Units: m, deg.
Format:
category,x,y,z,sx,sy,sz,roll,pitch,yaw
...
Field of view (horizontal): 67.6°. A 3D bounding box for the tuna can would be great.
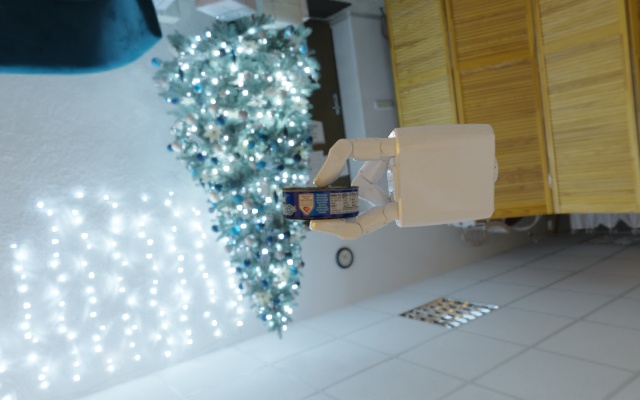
category,x,y,z,sx,sy,sz,roll,pitch,yaw
tuna can,0.000,0.002,0.529,0.086,0.034,0.086,-2,3,0
